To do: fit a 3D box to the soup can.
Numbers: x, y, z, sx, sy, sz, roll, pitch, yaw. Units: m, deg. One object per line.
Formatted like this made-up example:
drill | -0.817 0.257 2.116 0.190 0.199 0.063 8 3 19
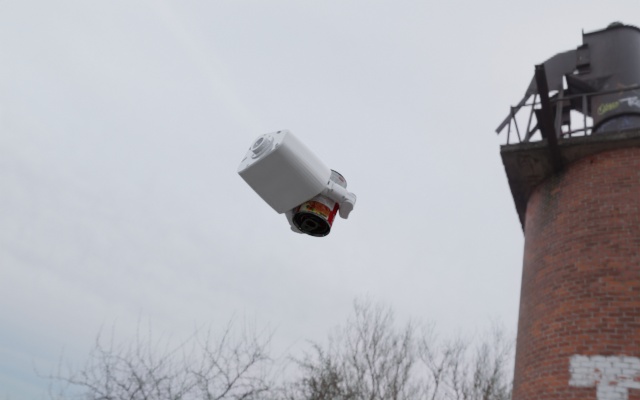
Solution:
soup can | 0.001 0.003 0.820 0.068 0.102 0.069 15 -36 11
